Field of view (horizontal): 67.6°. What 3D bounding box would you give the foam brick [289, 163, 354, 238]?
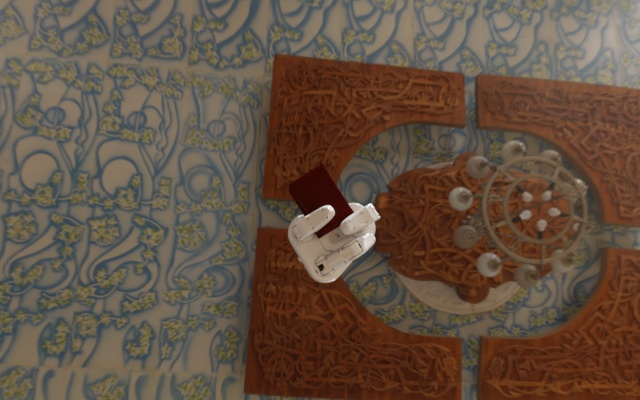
[{"bbox_3d":[0.000,0.002,0.618,0.053,0.078,0.051,-31,-6,-8],"label":"foam brick"}]
